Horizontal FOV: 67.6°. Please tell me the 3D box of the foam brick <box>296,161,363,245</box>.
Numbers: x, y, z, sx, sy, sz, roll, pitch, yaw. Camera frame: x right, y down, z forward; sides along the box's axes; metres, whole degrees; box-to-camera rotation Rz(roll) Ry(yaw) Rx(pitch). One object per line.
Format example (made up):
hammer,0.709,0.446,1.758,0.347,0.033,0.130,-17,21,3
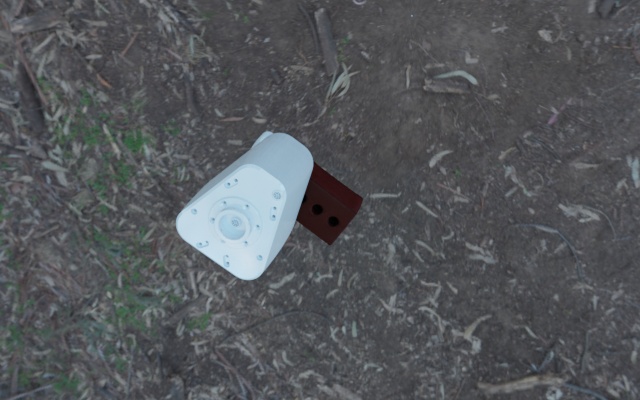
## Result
foam brick,0.000,0.002,0.538,0.078,0.053,0.051,36,23,-4
